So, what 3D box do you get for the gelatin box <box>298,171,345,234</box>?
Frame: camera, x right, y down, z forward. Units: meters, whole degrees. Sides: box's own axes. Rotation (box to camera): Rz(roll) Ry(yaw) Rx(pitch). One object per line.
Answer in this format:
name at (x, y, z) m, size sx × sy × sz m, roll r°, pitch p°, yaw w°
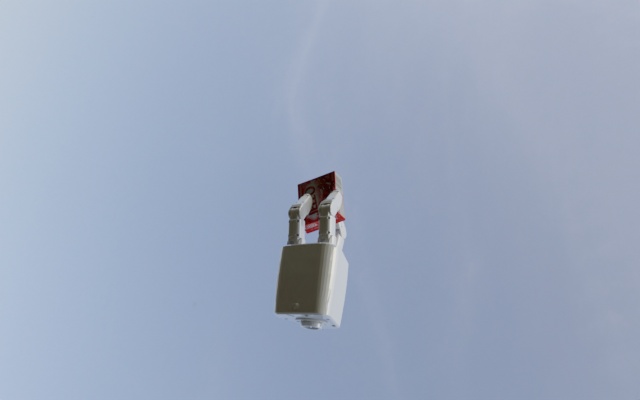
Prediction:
gelatin box at (0.000, 0.003, 0.794) m, size 0.073 × 0.089 × 0.030 m, roll -20°, pitch -37°, yaw 22°
